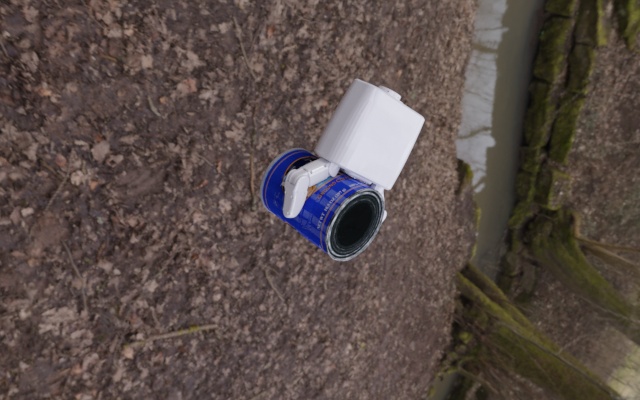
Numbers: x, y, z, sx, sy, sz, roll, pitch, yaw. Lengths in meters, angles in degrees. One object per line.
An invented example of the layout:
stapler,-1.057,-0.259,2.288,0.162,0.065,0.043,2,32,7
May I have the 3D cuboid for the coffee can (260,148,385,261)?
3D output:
coffee can,0.000,0.002,0.640,0.103,0.103,0.140,0,25,-46
